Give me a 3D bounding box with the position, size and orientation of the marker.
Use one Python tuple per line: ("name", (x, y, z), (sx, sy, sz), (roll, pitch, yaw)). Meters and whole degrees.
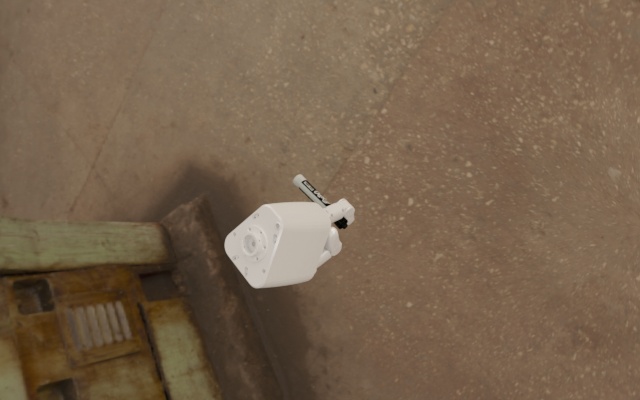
("marker", (0.000, 0.002, 0.750), (0.121, 0.020, 0.020), (45, 25, 27))
